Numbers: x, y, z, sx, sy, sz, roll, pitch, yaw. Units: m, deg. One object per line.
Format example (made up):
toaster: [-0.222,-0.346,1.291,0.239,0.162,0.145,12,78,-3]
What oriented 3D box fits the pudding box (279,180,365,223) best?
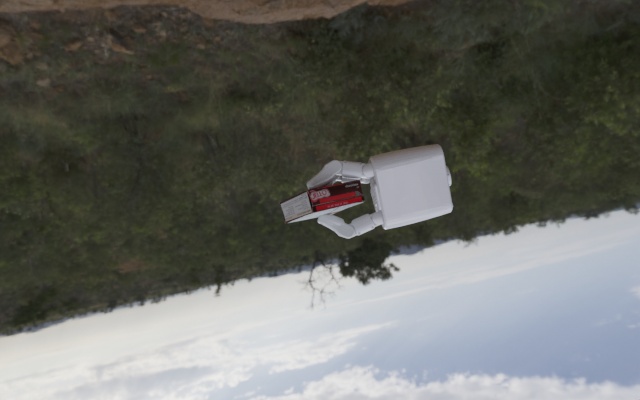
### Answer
pudding box: [0.000,0.003,0.725,0.090,0.039,0.113,-11,-7,-27]
